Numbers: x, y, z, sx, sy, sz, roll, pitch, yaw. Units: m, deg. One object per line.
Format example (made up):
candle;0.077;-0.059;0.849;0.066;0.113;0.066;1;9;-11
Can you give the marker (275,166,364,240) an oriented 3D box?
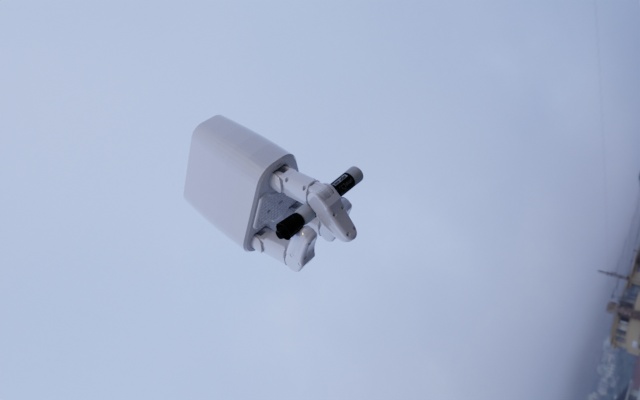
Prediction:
marker;0.000;0.002;0.471;0.020;0.020;0.121;0;30;47
